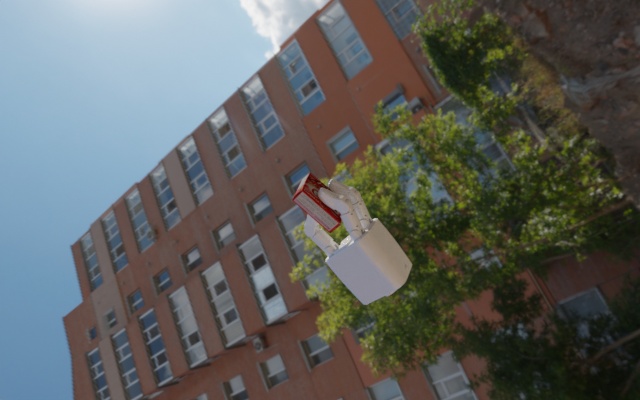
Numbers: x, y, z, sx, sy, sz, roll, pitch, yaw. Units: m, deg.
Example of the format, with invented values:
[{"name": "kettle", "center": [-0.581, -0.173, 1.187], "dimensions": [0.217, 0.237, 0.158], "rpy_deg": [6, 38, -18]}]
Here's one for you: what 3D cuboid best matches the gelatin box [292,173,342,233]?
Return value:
[{"name": "gelatin box", "center": [0.000, 0.003, 0.811], "dimensions": [0.030, 0.089, 0.073], "rpy_deg": [-44, 12, 27]}]
